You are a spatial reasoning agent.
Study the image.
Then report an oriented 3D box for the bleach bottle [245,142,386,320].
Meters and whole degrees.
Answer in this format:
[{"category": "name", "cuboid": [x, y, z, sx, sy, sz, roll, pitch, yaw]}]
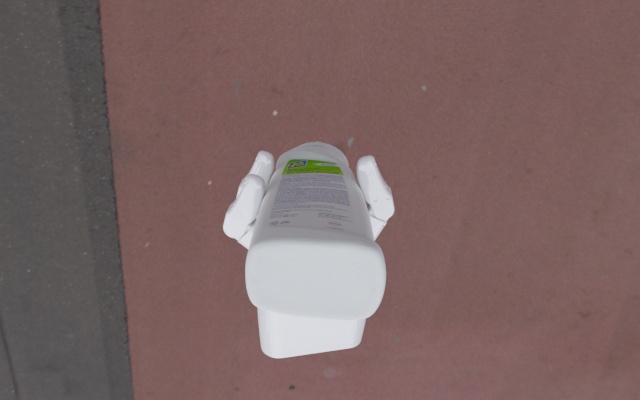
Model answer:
[{"category": "bleach bottle", "cuboid": [0.000, 0.001, 0.441, 0.102, 0.068, 0.250, 4, 27, 1]}]
